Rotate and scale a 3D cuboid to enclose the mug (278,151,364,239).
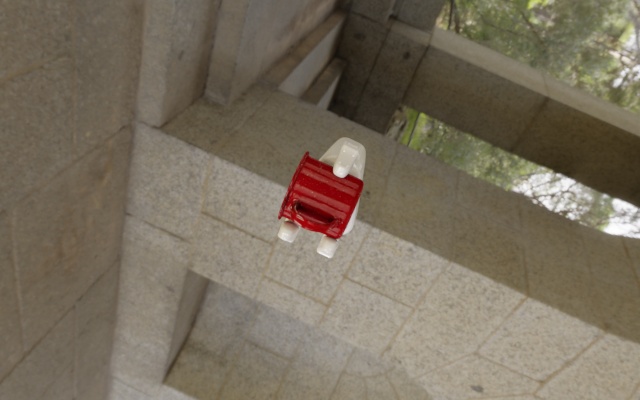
[{"bbox_3d":[0.000,0.003,0.584,0.081,0.093,0.117,24,28,1],"label":"mug"}]
